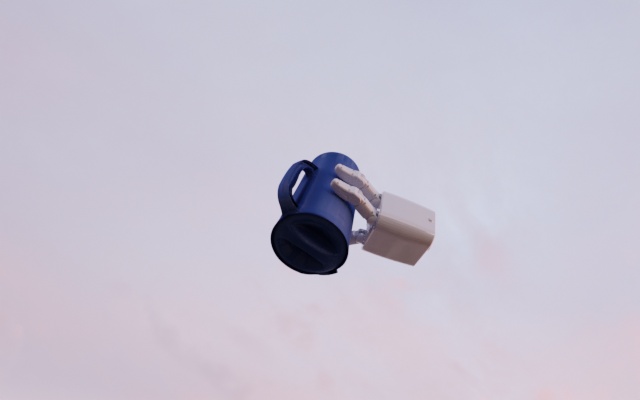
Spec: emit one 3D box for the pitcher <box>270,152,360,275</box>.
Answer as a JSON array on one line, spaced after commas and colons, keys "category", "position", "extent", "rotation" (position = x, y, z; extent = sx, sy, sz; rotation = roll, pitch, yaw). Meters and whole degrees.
[{"category": "pitcher", "position": [0.000, 0.003, 0.872], "extent": [0.145, 0.149, 0.242], "rotation": [19, 37, 1]}]
